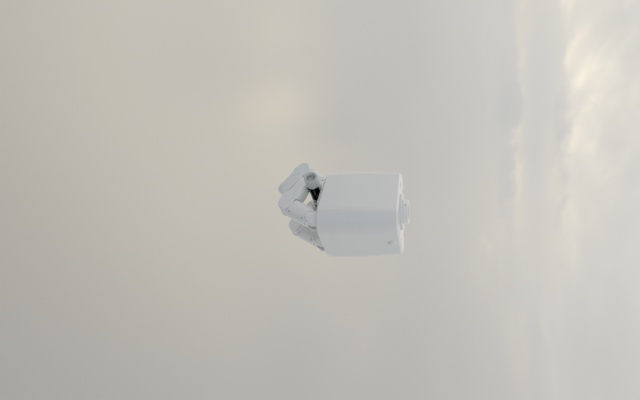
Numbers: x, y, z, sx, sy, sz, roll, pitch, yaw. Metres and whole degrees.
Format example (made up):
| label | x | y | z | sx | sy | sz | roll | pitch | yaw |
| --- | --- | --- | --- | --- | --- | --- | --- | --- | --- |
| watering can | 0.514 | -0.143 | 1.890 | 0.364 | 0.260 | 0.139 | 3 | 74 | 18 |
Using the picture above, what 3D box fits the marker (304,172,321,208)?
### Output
| label | x | y | z | sx | sy | sz | roll | pitch | yaw |
| --- | --- | --- | --- | --- | --- | --- | --- | --- | --- |
| marker | 0.000 | 0.002 | 0.690 | 0.020 | 0.020 | 0.121 | 0 | -34 | 16 |
